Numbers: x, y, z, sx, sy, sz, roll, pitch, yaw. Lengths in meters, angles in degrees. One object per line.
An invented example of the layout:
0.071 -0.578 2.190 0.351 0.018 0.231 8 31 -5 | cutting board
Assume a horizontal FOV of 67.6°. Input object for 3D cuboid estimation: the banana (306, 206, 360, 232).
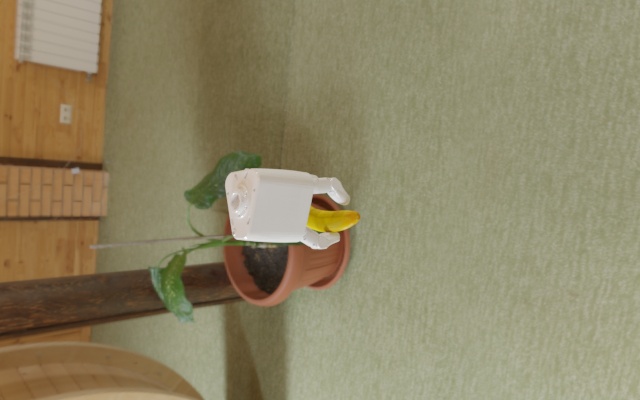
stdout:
-0.008 0.019 0.859 0.037 0.069 0.197 8 16 -42 | banana
